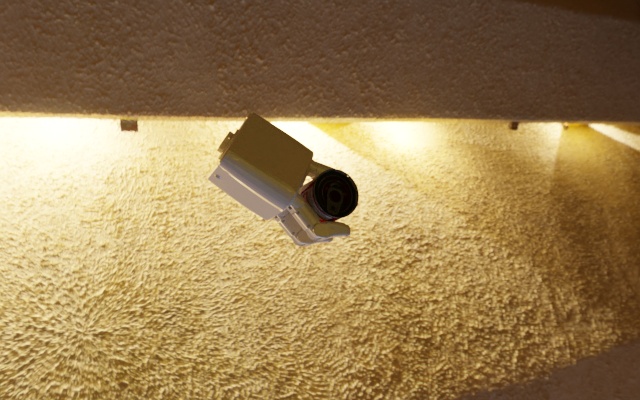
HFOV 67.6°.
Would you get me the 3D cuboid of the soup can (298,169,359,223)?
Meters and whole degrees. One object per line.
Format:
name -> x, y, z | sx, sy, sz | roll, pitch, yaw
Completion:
soup can -> 0.000, 0.002, 0.680 | 0.068, 0.068, 0.102 | 0, -14, -26
